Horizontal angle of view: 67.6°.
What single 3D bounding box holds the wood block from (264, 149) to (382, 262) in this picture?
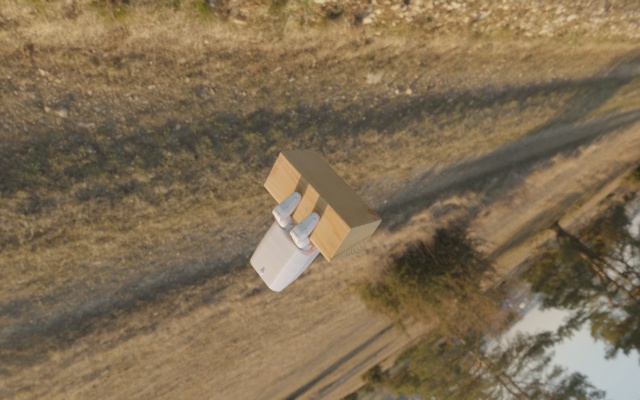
[{"bbox_3d":[0.000,0.003,0.886,0.091,0.090,0.206,-10,50,-48],"label":"wood block"}]
